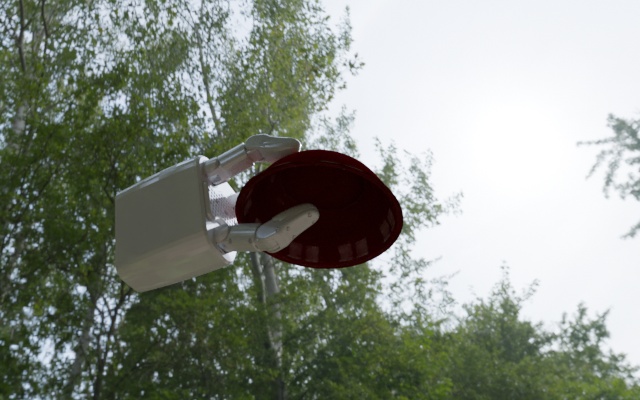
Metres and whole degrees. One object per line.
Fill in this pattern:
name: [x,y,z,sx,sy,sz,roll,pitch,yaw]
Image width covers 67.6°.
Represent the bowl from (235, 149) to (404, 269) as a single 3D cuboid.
bowl: [0.001,0.001,0.476,0.162,0.055,0.162,3,-41,3]
